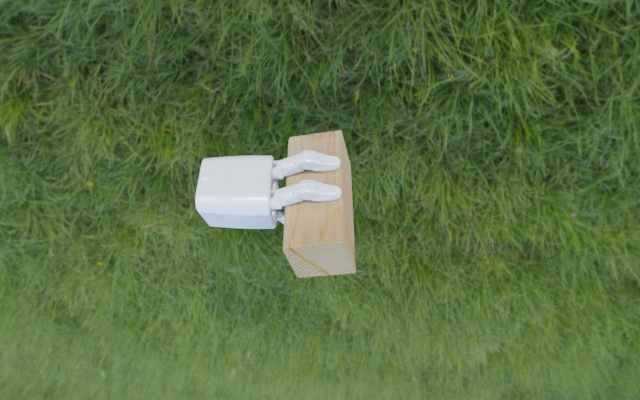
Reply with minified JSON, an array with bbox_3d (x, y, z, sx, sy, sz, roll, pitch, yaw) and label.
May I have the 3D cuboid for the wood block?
[{"bbox_3d":[0.000,0.003,0.729,0.090,0.206,0.091,-7,-36,10],"label":"wood block"}]
